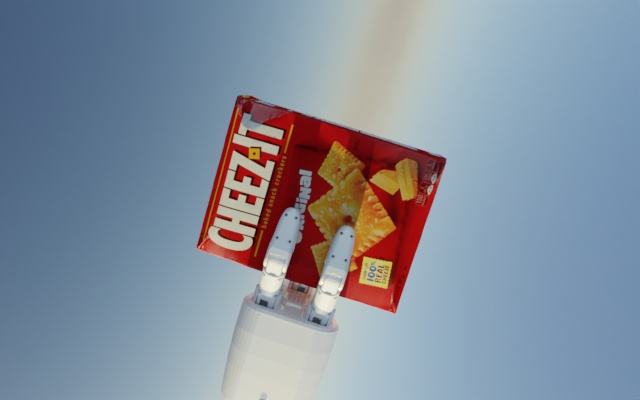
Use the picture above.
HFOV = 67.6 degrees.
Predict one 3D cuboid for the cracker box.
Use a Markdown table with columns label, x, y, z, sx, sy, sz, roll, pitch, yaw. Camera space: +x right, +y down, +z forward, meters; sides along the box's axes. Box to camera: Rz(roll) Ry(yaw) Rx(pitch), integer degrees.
| label | x | y | z | sx | sy | sz | roll | pitch | yaw |
| --- | --- | --- | --- | --- | --- | --- | --- | --- | --- |
| cracker box | 0.000 | 0.002 | 0.491 | 0.213 | 0.164 | 0.072 | 18 | 10 | 2 |
